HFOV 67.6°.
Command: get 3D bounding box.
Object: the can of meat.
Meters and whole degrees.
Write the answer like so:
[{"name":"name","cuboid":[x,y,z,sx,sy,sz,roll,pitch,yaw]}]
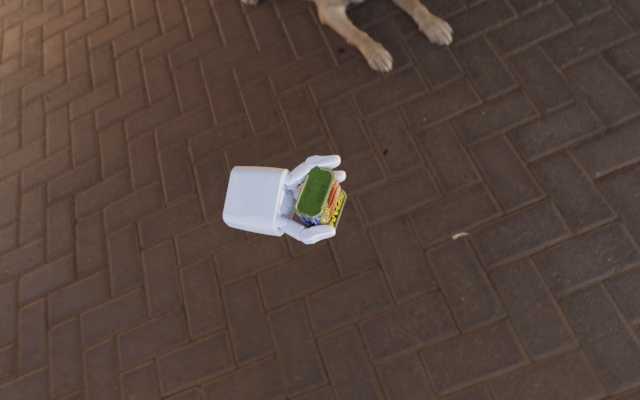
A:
[{"name":"can of meat","cuboid":[0.000,0.003,0.838,0.057,0.102,0.084,11,-23,22]}]
